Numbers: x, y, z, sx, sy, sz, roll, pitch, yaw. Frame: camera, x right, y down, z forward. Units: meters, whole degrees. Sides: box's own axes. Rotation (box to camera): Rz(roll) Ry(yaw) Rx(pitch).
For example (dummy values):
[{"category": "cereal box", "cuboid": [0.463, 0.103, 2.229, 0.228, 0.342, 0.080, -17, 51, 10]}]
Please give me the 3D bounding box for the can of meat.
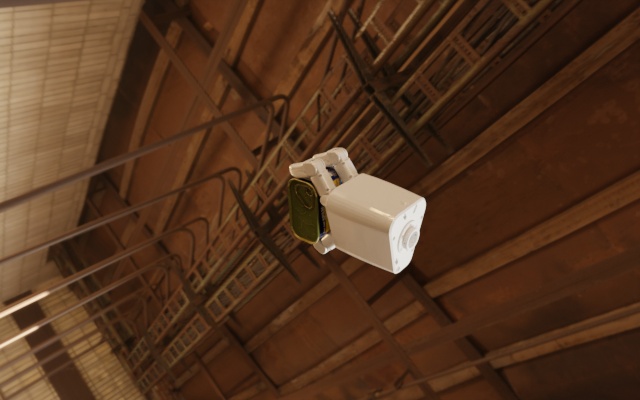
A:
[{"category": "can of meat", "cuboid": [0.000, 0.002, 0.733, 0.057, 0.102, 0.084, 19, 34, 37]}]
